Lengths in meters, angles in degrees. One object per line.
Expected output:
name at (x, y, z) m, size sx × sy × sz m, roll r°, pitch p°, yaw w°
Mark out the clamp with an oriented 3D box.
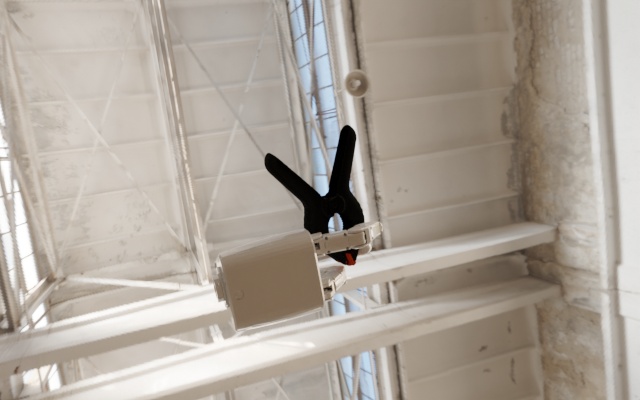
clamp at (0.000, 0.002, 0.577) m, size 0.120 × 0.171 × 0.039 m, roll -13°, pitch 8°, yaw -17°
